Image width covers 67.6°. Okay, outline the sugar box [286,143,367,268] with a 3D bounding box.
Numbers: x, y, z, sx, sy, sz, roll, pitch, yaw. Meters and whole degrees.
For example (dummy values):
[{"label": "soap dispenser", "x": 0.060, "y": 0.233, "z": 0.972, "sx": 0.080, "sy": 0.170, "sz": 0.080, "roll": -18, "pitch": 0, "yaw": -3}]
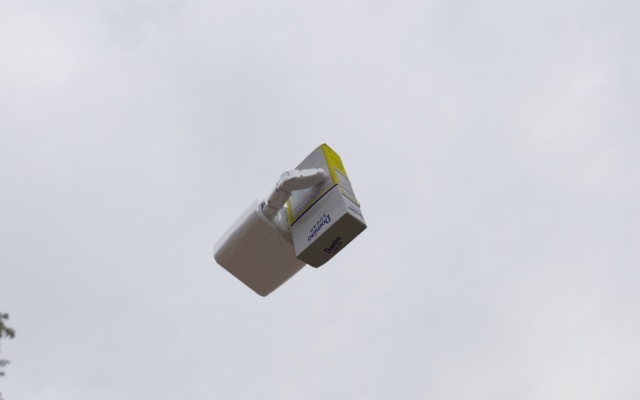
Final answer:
[{"label": "sugar box", "x": 0.000, "y": 0.002, "z": 0.659, "sx": 0.048, "sy": 0.093, "sz": 0.176, "roll": 35, "pitch": 23, "yaw": -33}]
